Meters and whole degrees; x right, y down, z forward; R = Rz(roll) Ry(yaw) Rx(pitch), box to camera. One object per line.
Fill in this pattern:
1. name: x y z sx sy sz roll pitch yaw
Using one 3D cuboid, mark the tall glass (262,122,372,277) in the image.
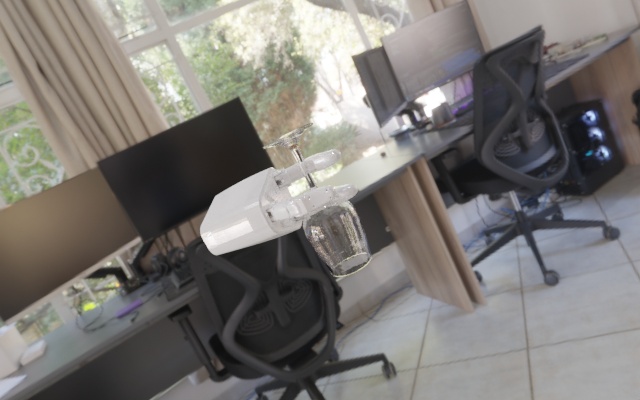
1. tall glass: 0.000 0.001 0.641 0.079 0.201 0.079 -25 11 5
